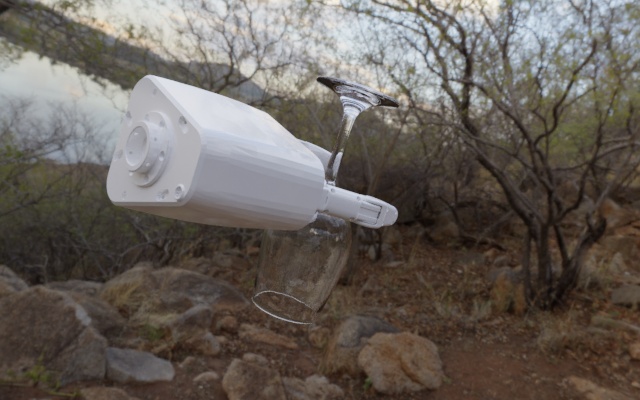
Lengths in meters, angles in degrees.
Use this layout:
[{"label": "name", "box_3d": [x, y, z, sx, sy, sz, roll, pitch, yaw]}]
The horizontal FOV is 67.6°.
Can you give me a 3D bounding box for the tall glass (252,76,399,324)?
[{"label": "tall glass", "box_3d": [0.000, 0.001, 0.414, 0.079, 0.201, 0.079, 18, 5, -2]}]
